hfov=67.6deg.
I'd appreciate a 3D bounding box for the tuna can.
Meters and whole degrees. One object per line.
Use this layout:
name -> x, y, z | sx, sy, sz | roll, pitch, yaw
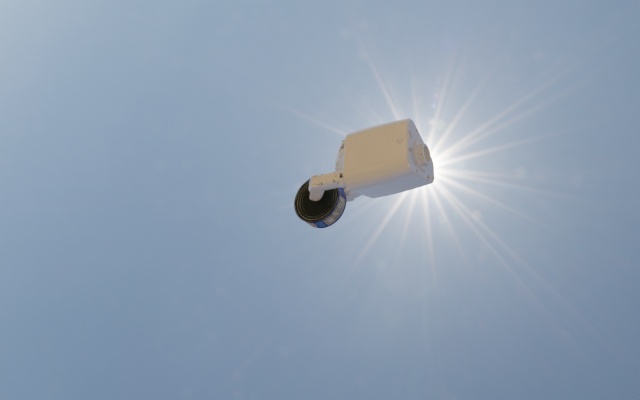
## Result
tuna can -> 0.000, 0.003, 0.807 | 0.086, 0.086, 0.034 | 0, -23, 33
